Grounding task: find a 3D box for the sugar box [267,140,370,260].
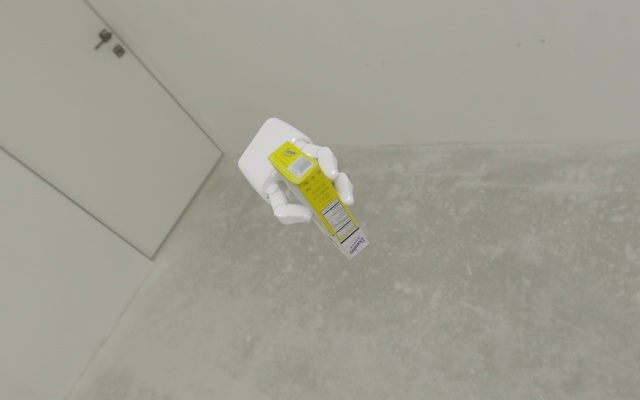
[{"bbox_3d":[0.000,0.002,0.685,0.093,0.048,0.176,42,-8,49],"label":"sugar box"}]
